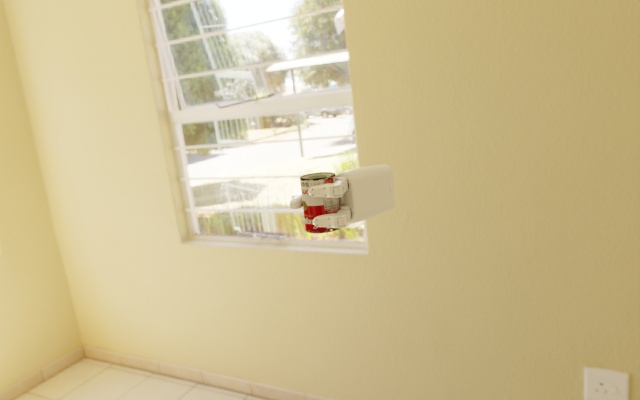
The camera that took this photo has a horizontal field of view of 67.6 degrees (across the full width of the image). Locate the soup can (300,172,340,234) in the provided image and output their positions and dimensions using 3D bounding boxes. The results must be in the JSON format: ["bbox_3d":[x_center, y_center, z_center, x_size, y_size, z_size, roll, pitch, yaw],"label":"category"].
[{"bbox_3d":[0.000,0.003,0.880,0.068,0.102,0.068,-6,12,1],"label":"soup can"}]
